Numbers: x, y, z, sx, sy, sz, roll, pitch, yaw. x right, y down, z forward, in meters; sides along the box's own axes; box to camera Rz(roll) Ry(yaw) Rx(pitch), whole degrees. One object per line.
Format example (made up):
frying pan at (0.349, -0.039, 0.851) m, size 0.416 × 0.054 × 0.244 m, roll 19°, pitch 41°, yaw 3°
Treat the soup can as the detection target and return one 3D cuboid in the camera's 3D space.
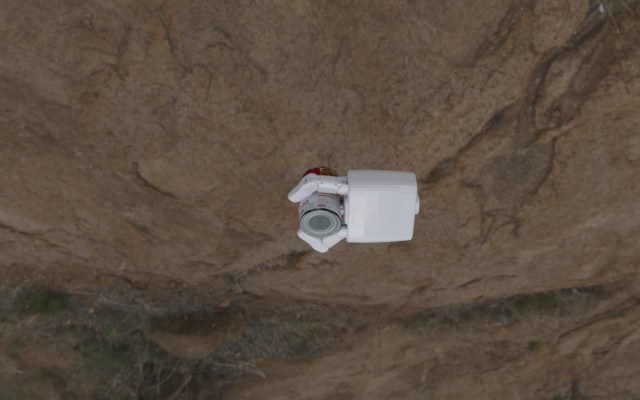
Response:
soup can at (0.000, 0.003, 0.780) m, size 0.068 × 0.069 × 0.102 m, roll 0°, pitch 45°, yaw 0°
